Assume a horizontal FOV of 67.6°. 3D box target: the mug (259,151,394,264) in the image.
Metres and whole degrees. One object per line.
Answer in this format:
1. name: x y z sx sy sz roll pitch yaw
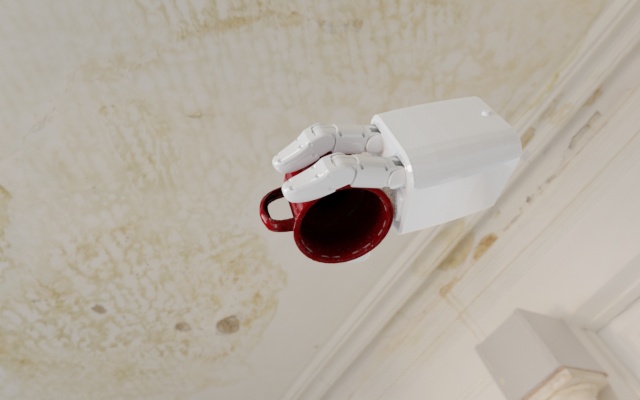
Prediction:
1. mug: -0.001 0.002 0.453 0.117 0.093 0.081 -13 40 -8
